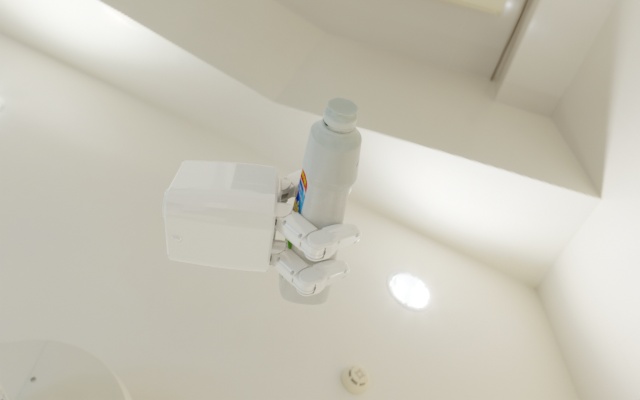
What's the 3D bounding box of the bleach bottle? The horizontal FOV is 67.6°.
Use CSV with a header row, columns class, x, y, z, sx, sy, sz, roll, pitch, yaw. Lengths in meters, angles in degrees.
class,x,y,z,sx,sy,sz,roll,pitch,yaw
bleach bottle,0.000,0.002,0.516,0.068,0.251,0.102,7,42,-6
